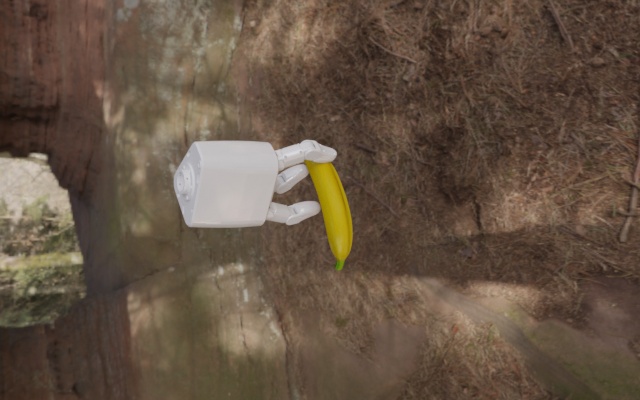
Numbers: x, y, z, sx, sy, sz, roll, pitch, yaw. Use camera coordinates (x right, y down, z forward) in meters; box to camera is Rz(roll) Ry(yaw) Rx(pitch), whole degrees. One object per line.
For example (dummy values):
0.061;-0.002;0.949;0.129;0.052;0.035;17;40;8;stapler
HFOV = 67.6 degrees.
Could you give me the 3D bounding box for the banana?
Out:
0.010;0.000;0.688;0.037;0.197;0.070;-5;-15;-32;banana
